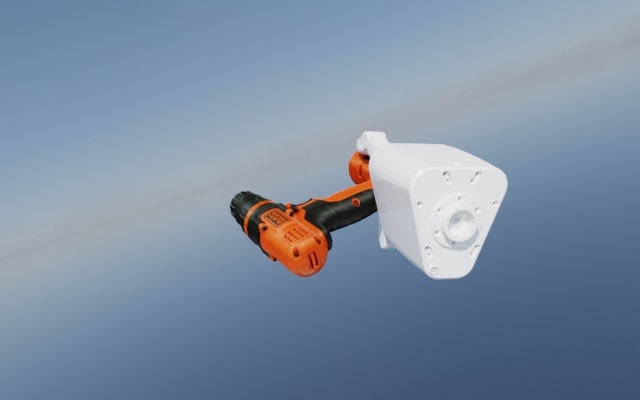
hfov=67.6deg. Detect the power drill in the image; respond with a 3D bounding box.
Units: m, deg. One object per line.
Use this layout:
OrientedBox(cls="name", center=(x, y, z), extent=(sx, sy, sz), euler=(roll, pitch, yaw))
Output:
OrientedBox(cls="power drill", center=(0.001, 0.002, 0.564), extent=(0.187, 0.057, 0.184), euler=(-29, 34, -21))
